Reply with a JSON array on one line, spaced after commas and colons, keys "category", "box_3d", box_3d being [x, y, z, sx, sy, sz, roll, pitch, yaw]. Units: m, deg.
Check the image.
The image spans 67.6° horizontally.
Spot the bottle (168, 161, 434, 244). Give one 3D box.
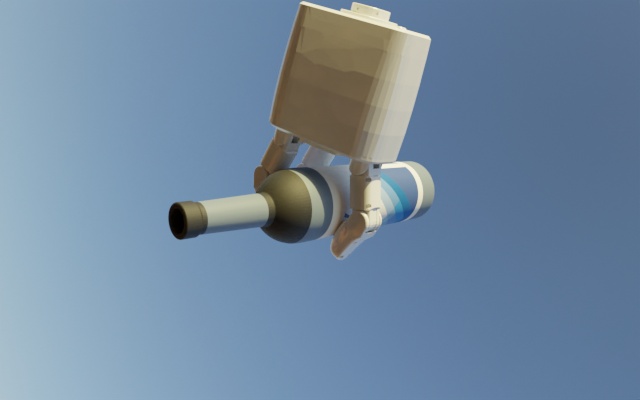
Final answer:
[{"category": "bottle", "box_3d": [0.000, 0.002, 0.445, 0.069, 0.069, 0.295, 0, 5, 44]}]
